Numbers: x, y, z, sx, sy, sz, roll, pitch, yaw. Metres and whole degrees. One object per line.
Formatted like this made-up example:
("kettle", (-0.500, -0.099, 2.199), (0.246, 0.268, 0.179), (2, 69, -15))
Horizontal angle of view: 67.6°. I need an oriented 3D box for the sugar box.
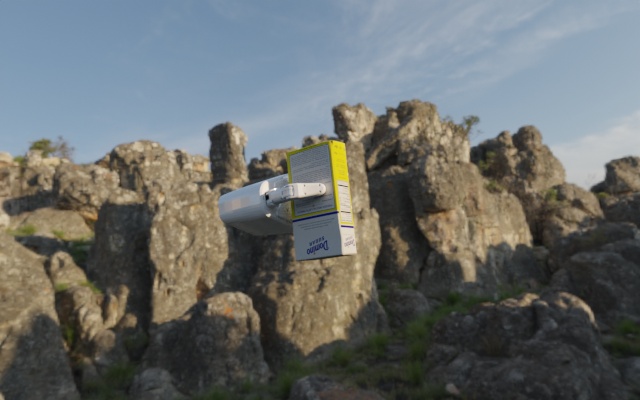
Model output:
("sugar box", (0.000, 0.002, 0.744), (0.093, 0.176, 0.048), (-12, -9, 36))
